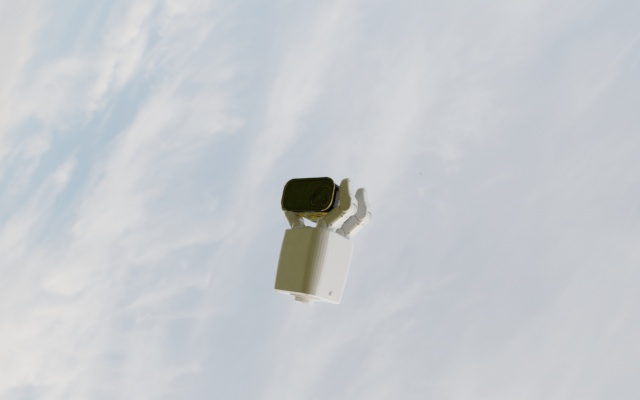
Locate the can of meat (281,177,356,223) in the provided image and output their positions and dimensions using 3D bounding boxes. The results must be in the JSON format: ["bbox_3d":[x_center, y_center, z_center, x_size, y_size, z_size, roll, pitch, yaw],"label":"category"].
[{"bbox_3d":[0.000,0.003,0.799,0.102,0.057,0.084,-1,-20,35],"label":"can of meat"}]
